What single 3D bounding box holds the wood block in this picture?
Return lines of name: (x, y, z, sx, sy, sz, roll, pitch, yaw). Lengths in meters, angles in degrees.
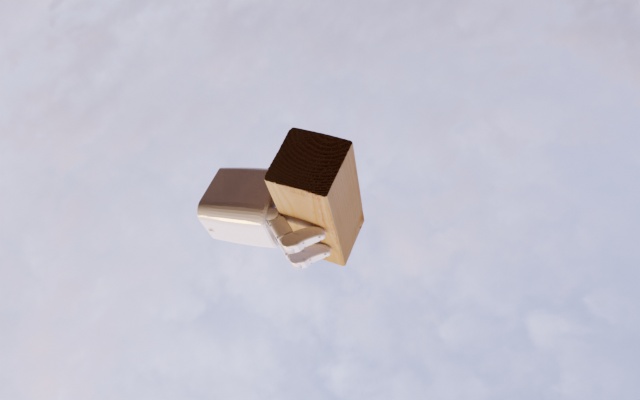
wood block: (0.000, 0.002, 0.683, 0.090, 0.090, 0.206, 16, -27, 18)
